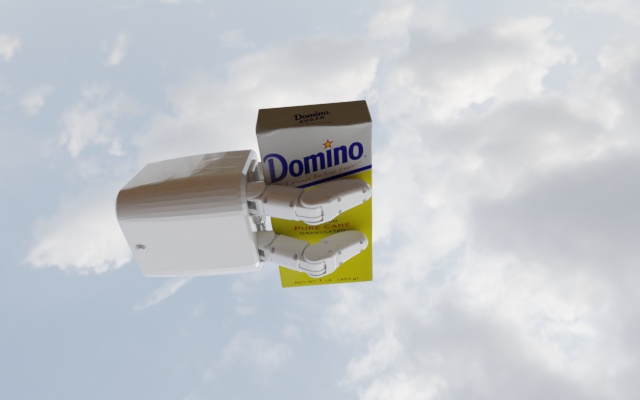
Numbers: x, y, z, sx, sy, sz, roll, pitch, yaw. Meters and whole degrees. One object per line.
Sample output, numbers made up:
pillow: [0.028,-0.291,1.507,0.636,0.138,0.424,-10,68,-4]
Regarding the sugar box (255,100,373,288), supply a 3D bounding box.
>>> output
sugar box: [0.000,0.002,0.430,0.093,0.176,0.048,-5,39,1]
